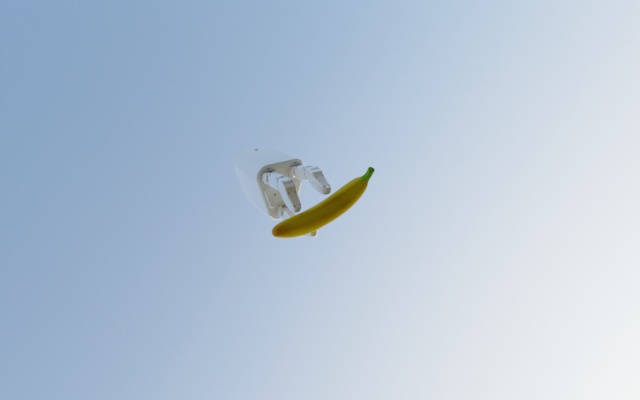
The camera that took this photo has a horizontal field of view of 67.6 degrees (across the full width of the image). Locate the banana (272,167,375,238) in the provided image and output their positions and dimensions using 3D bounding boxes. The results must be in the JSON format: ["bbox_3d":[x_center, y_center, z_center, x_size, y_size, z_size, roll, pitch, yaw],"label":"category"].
[{"bbox_3d":[0.005,0.012,0.782,0.198,0.070,0.037,-34,55,-16],"label":"banana"}]
